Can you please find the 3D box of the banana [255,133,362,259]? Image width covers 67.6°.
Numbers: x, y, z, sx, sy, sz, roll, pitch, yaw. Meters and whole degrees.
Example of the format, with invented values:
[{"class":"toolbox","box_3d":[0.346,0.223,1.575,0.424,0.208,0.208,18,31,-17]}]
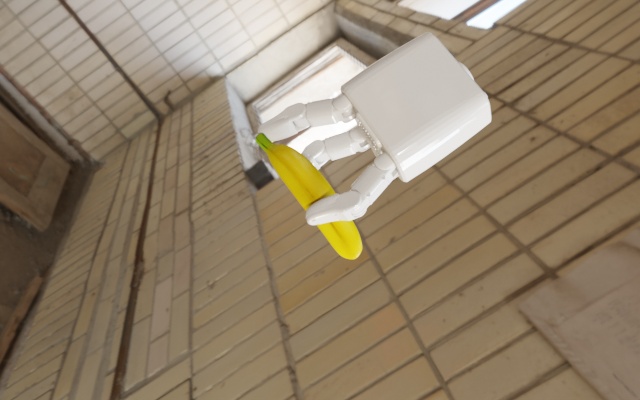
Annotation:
[{"class":"banana","box_3d":[0.003,0.007,0.520,0.037,0.198,0.069,-36,29,0]}]
